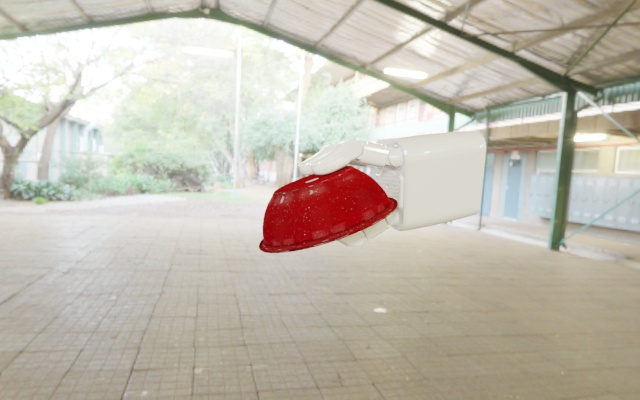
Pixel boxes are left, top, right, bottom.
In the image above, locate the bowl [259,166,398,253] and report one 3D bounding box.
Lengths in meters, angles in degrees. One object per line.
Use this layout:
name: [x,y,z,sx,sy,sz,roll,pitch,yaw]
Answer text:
bowl: [-0.001,0.002,0.526,0.162,0.055,0.162,-18,10,3]
